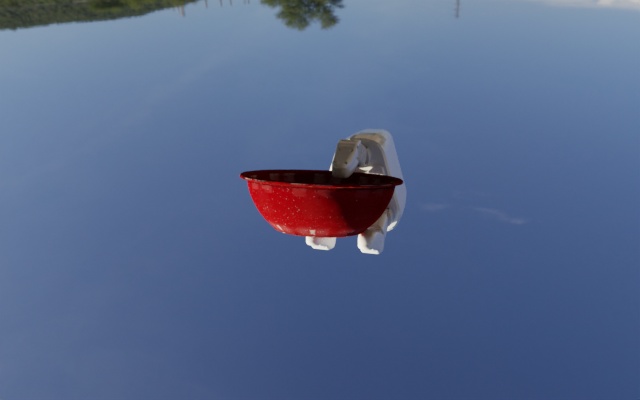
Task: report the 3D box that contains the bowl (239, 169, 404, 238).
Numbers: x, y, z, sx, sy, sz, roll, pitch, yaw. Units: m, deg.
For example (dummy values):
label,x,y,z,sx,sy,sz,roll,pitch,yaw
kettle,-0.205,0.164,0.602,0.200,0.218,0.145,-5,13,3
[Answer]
label,x,y,z,sx,sy,sz,roll,pitch,yaw
bowl,-0.001,0.002,0.478,0.162,0.055,0.162,2,7,0
